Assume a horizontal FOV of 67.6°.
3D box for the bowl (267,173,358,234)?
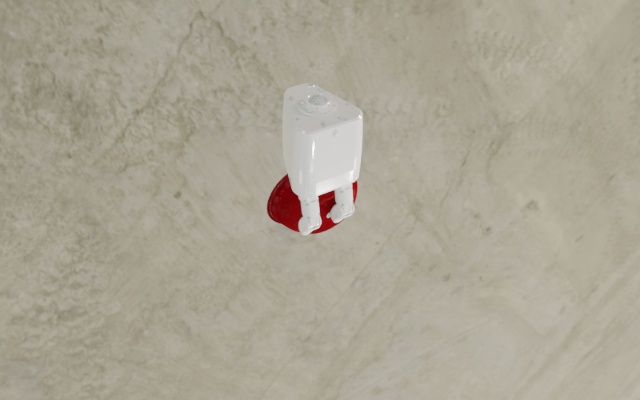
[{"bbox_3d":[0.000,0.003,0.746,0.162,0.055,0.162,-24,-30,-15],"label":"bowl"}]
